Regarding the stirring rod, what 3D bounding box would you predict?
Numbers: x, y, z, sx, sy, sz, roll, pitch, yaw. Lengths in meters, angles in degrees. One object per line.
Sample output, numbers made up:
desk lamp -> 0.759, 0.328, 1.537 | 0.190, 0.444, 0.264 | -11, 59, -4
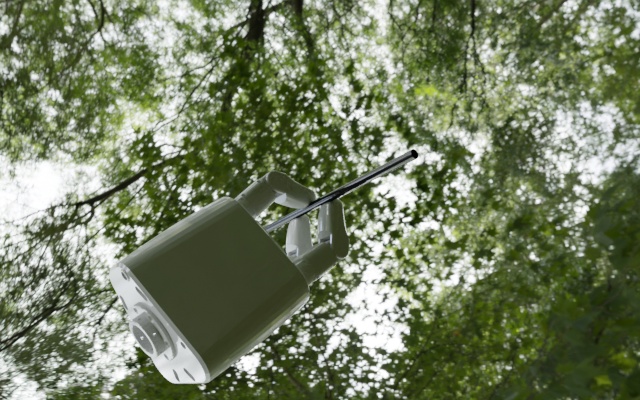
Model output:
stirring rod -> 0.000, 0.001, 0.446 | 0.011, 0.011, 0.239 | 0, -18, -38
